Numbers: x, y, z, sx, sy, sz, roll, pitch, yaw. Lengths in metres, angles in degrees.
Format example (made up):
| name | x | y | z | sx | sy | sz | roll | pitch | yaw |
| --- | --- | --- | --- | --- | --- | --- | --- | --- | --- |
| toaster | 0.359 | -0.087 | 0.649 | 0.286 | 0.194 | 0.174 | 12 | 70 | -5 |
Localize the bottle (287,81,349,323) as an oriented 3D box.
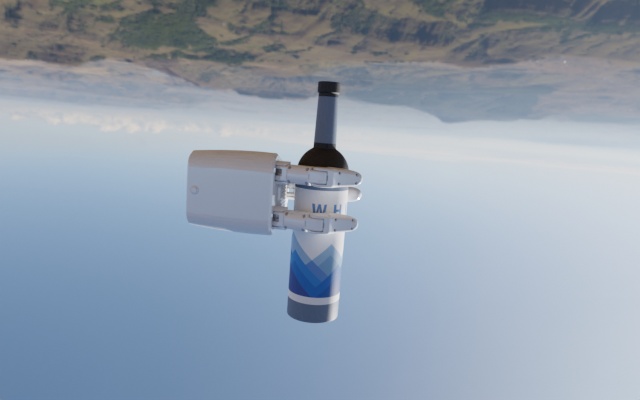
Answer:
| name | x | y | z | sx | sy | sz | roll | pitch | yaw |
| --- | --- | --- | --- | --- | --- | --- | --- | --- | --- |
| bottle | 0.000 | 0.002 | 0.600 | 0.069 | 0.296 | 0.069 | 4 | 9 | -1 |
